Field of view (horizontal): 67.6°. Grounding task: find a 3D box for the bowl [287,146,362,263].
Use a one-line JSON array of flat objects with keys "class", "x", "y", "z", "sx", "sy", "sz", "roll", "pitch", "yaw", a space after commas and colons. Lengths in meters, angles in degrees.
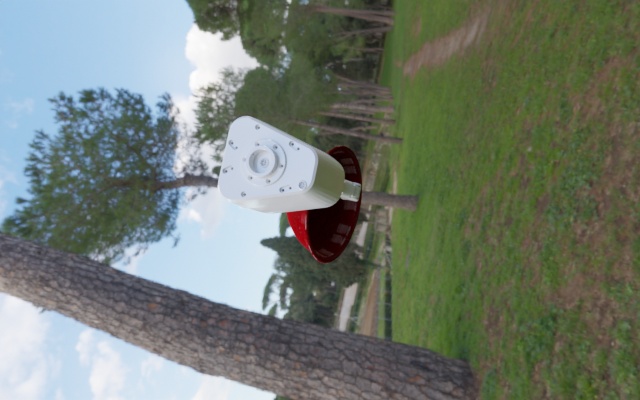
[{"class": "bowl", "x": 0.000, "y": 0.003, "z": 0.664, "sx": 0.055, "sy": 0.162, "sz": 0.162, "roll": 10, "pitch": 5, "yaw": 29}]
